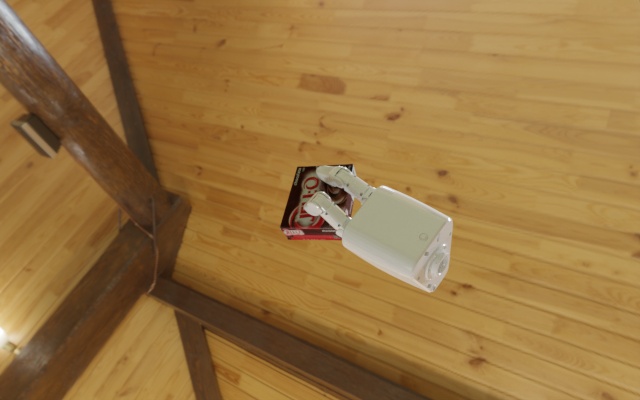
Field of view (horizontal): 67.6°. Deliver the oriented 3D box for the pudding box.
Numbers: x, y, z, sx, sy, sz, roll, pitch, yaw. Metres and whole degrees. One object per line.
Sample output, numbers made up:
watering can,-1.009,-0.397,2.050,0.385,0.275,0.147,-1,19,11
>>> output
pudding box,0.000,0.002,0.682,0.090,0.113,0.039,-1,-38,20
